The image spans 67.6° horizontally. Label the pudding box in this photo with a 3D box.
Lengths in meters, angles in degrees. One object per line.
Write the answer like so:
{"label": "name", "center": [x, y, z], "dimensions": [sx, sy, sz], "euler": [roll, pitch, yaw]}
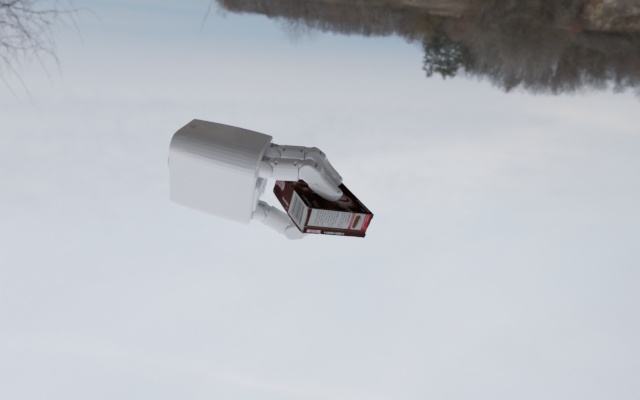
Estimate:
{"label": "pudding box", "center": [0.000, 0.002, 0.598], "dimensions": [0.090, 0.039, 0.113], "euler": [6, 26, -27]}
